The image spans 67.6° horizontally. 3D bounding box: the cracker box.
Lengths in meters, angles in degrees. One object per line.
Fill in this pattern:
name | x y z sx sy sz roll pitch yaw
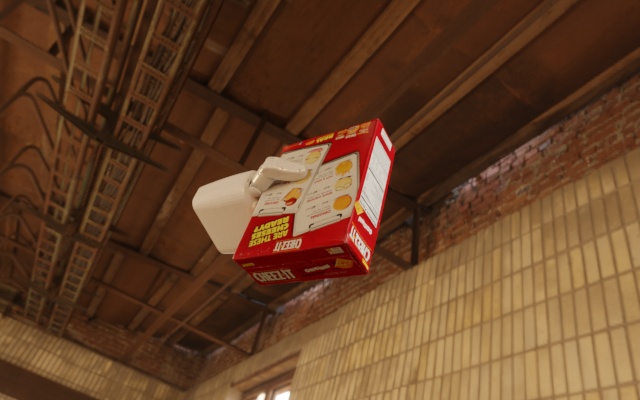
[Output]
cracker box | 0.000 0.002 0.629 0.164 0.213 0.072 -12 -48 32
